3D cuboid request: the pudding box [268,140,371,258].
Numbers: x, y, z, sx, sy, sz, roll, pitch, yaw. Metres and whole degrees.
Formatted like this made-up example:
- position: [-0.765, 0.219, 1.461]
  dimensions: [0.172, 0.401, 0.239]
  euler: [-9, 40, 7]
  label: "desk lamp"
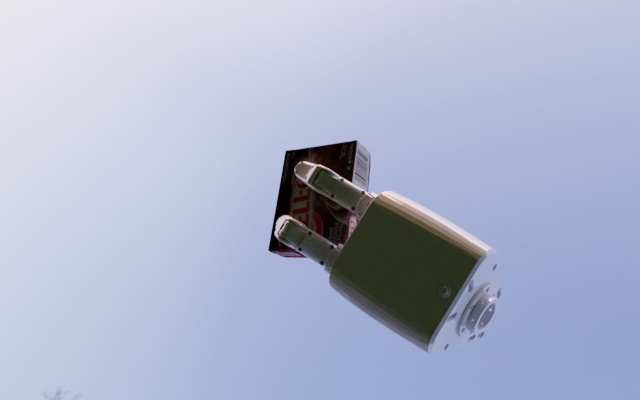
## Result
- position: [0.000, 0.002, 0.478]
  dimensions: [0.090, 0.113, 0.039]
  euler: [-4, -23, 34]
  label: "pudding box"
